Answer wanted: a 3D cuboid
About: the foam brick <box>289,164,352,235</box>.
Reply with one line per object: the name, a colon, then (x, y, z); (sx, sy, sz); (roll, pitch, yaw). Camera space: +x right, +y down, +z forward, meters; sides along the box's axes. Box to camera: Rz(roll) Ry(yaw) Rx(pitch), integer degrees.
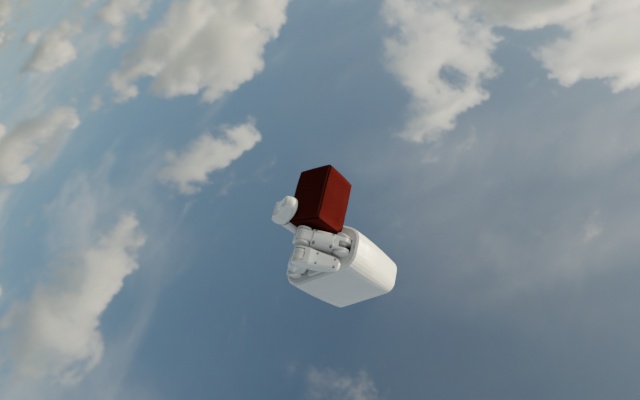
foam brick: (0.000, 0.002, 0.628); (0.053, 0.078, 0.051); (-9, -34, 40)
